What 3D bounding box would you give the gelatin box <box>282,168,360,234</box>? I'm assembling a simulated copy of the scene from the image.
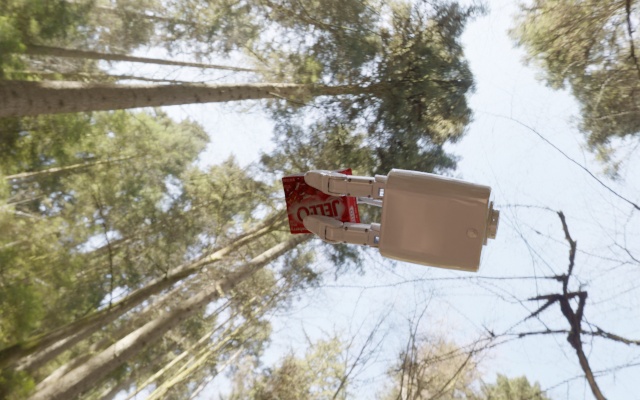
[{"bbox_3d":[0.000,0.002,0.581,0.089,0.073,0.030,-3,10,31],"label":"gelatin box"}]
